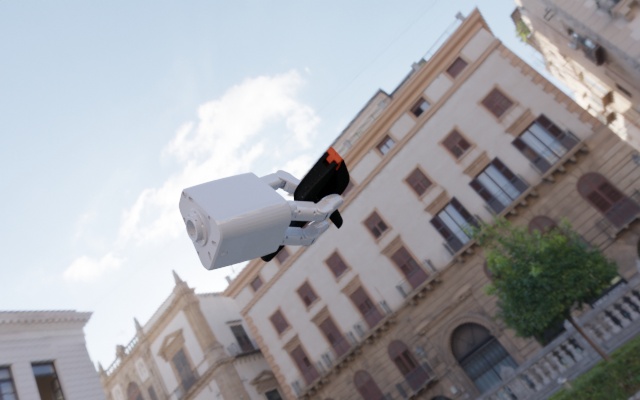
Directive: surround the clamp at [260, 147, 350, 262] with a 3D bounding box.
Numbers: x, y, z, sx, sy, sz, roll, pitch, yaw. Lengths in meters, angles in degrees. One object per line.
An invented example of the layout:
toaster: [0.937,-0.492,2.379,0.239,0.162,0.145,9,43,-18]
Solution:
clamp: [0.000,0.001,0.725,0.164,0.036,0.210,-19,-32,-40]
